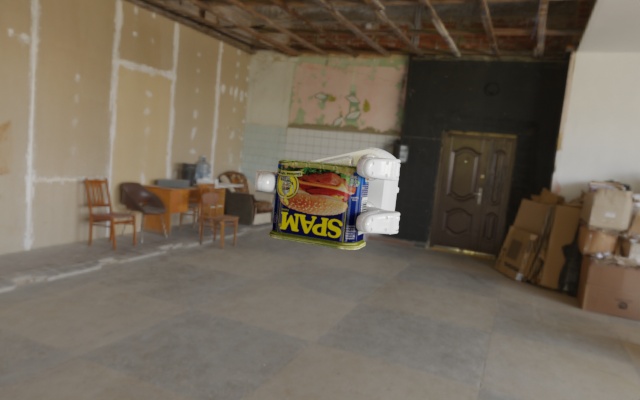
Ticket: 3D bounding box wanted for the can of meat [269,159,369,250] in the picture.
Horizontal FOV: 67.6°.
[{"bbox_3d":[0.000,0.001,0.509,0.102,0.084,0.057,8,6,21],"label":"can of meat"}]
